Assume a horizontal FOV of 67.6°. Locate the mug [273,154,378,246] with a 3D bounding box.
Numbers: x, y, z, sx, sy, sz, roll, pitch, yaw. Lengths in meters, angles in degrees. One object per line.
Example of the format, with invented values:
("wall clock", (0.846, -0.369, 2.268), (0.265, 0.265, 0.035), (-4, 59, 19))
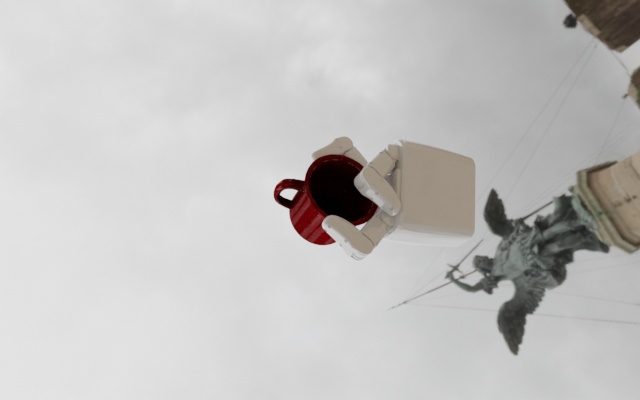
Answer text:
("mug", (-0.001, 0.002, 0.575), (0.117, 0.093, 0.081), (11, -30, -18))
